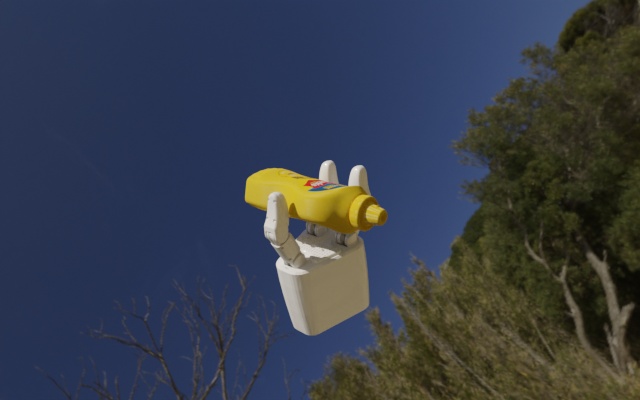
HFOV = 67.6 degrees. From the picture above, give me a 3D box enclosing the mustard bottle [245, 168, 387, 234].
[{"bbox_3d":[0.000,0.002,0.592,0.191,0.058,0.096,15,11,41],"label":"mustard bottle"}]
